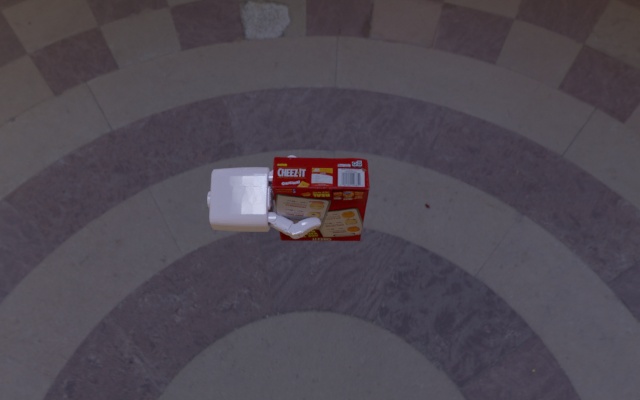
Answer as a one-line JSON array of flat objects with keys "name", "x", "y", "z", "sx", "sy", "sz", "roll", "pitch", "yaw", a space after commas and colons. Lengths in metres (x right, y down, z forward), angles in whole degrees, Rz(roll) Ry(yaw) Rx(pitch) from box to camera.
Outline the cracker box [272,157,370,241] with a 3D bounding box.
[{"name": "cracker box", "x": 0.000, "y": 0.003, "z": 0.892, "sx": 0.164, "sy": 0.072, "sz": 0.214, "roll": 1, "pitch": -29, "yaw": 0}]
